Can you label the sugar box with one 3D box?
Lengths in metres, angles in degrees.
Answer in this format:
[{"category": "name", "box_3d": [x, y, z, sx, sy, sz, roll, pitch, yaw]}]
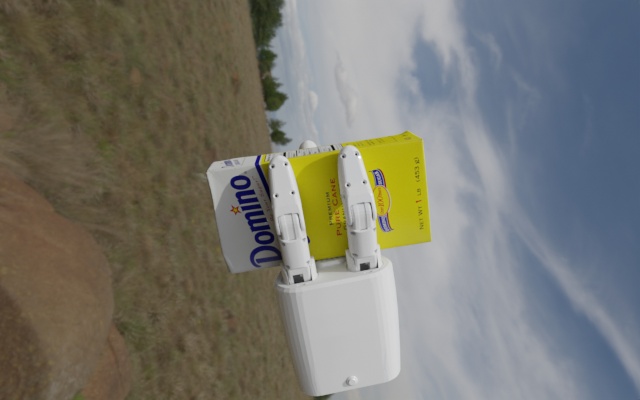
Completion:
[{"category": "sugar box", "box_3d": [0.000, 0.002, 0.406, 0.176, 0.093, 0.048, -10, 16, -4]}]
